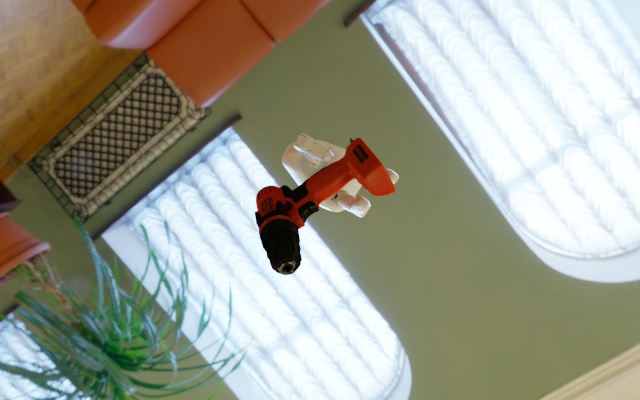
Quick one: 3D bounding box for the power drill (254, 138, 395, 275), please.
[{"bbox_3d":[0.000,0.002,0.635,0.187,0.057,0.184,-29,33,3],"label":"power drill"}]
